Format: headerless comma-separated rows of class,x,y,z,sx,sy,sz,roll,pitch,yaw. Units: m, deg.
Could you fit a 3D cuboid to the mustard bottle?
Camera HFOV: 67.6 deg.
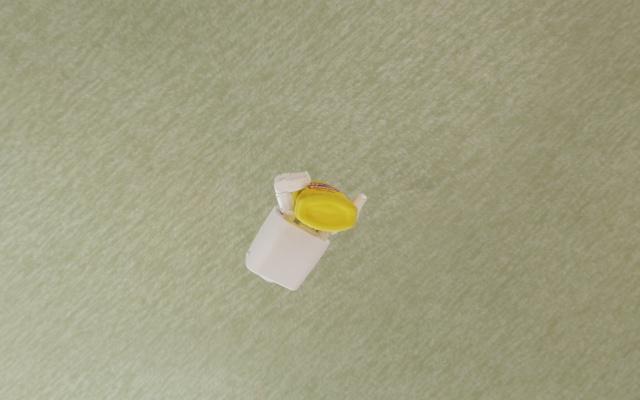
mustard bottle,0.000,0.002,0.816,0.096,0.058,0.191,8,10,-8
